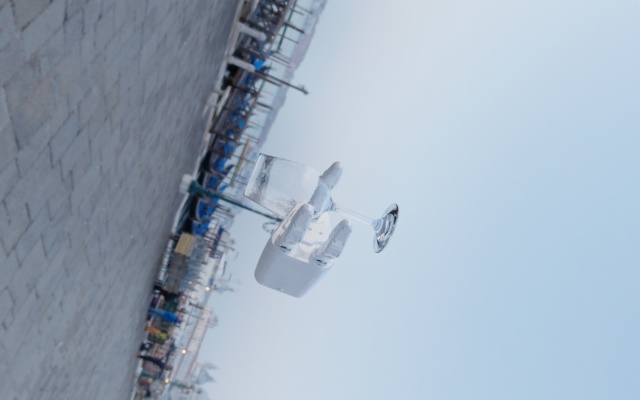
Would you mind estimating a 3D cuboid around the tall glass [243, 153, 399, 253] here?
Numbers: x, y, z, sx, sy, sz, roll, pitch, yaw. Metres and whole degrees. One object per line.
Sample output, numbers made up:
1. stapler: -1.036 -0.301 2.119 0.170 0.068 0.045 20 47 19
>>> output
1. tall glass: 0.001 0.002 0.647 0.201 0.079 0.079 22 -4 -9
